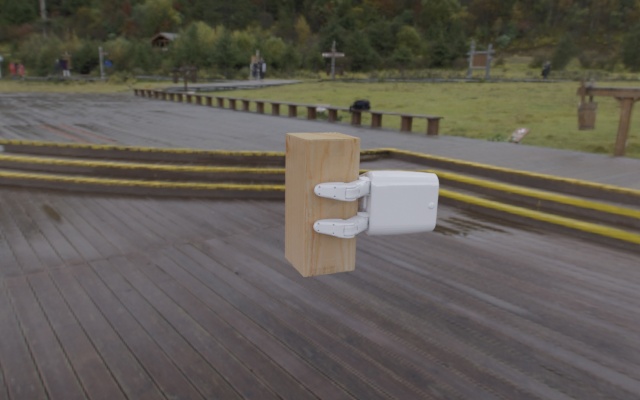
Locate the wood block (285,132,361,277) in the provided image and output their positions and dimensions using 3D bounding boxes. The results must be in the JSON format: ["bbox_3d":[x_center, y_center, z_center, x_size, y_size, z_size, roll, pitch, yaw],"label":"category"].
[{"bbox_3d":[0.000,0.002,0.743,0.090,0.206,0.090,-4,15,-22],"label":"wood block"}]
